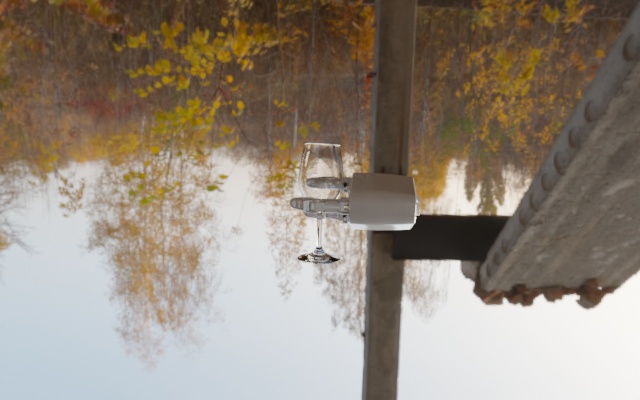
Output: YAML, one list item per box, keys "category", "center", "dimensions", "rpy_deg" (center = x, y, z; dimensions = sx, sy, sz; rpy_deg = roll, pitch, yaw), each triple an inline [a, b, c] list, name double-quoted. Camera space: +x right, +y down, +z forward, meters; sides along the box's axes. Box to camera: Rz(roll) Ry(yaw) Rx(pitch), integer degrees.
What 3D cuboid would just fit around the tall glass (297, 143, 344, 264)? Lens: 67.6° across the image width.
- category: "tall glass"
  center: [0.000, 0.003, 0.816]
  dimensions: [0.079, 0.201, 0.079]
  rpy_deg: [1, 7, 0]
